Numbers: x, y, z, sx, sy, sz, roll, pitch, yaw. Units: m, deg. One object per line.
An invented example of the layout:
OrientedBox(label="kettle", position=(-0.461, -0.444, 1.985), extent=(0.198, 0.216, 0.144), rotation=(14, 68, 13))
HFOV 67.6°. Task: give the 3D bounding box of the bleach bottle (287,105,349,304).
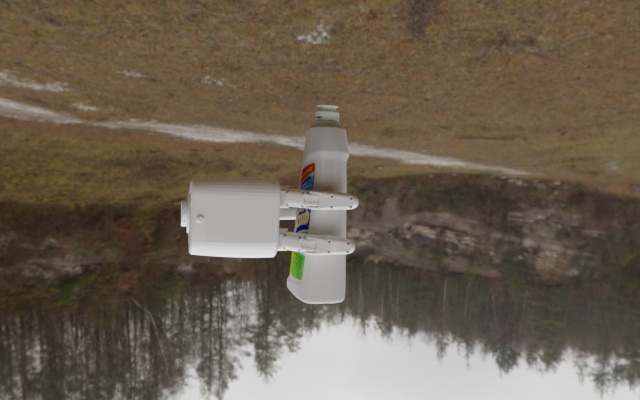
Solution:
OrientedBox(label="bleach bottle", position=(0.000, 0.002, 0.634), extent=(0.068, 0.251, 0.102), rotation=(2, 5, -18))
